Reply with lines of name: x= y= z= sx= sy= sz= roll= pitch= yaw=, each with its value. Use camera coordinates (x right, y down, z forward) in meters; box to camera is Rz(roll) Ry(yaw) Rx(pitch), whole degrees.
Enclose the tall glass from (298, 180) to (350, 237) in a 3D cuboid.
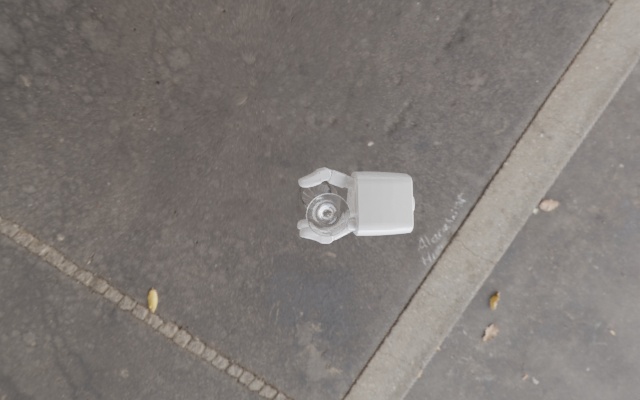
tall glass: x=0.000 y=0.003 z=0.888 sx=0.079 sy=0.079 sz=0.201 roll=0 pitch=13 yaw=-8
